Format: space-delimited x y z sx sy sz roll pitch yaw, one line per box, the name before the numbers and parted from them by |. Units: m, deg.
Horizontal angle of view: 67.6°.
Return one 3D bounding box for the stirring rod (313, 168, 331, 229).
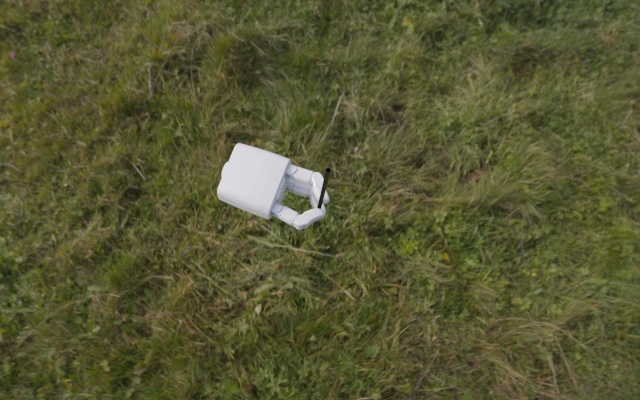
stirring rod | 0.000 0.003 0.858 0.011 0.011 0.240 0 -25 -7
